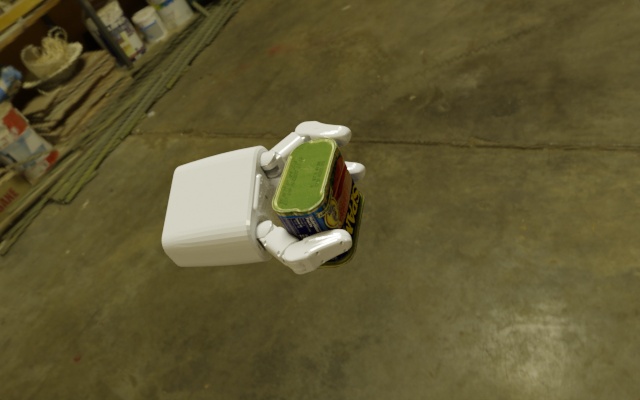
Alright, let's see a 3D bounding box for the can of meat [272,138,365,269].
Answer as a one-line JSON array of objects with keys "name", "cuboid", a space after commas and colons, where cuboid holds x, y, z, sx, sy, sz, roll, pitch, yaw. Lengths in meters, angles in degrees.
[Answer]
[{"name": "can of meat", "cuboid": [0.000, 0.001, 0.470, 0.057, 0.102, 0.084, -6, -44, 23]}]
